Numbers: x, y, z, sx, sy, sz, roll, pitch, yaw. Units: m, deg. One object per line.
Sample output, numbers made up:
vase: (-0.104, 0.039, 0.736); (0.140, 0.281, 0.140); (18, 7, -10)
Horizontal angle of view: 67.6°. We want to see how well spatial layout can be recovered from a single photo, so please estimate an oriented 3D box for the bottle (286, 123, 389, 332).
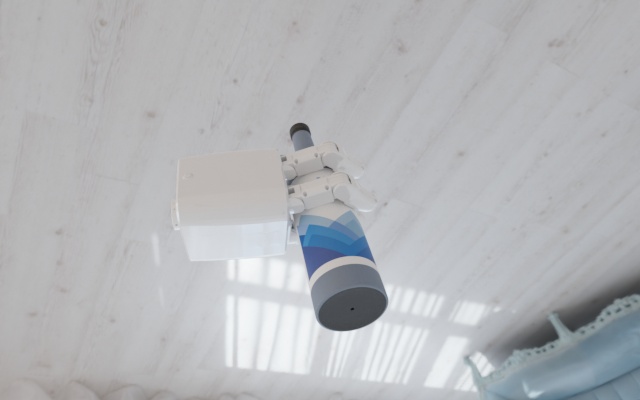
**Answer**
bottle: (0.000, 0.002, 0.528); (0.069, 0.069, 0.295); (0, 40, -15)
